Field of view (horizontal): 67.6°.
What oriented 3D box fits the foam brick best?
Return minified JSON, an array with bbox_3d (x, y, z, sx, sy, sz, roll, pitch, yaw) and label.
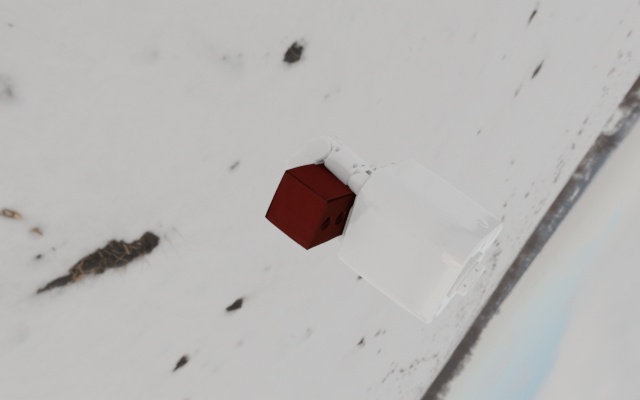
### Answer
[{"bbox_3d":[0.000,0.001,0.432,0.051,0.053,0.078,38,30,23],"label":"foam brick"}]
